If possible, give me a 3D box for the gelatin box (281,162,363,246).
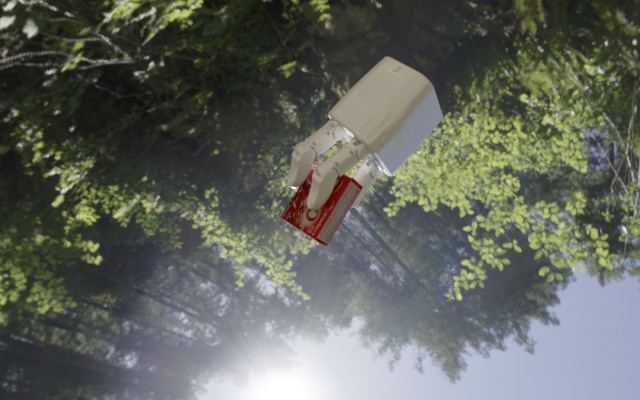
[{"bbox_3d":[0.000,0.002,0.606,0.073,0.089,0.030,28,-4,44],"label":"gelatin box"}]
